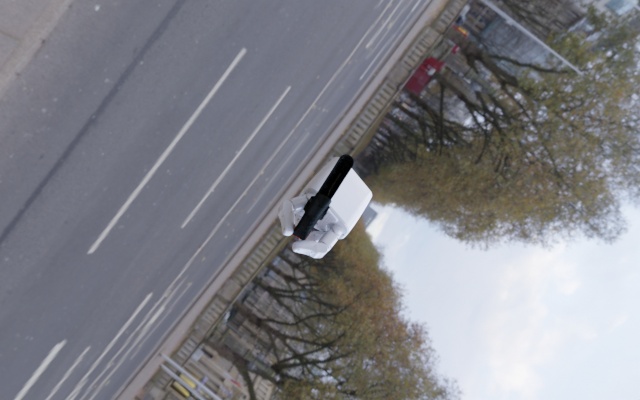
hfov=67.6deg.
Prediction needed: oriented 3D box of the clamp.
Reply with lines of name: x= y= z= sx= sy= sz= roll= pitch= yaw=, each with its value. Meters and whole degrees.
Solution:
clamp: x=0.001 y=0.003 z=0.769 sx=0.120 sy=0.039 sz=0.171 roll=-51 pitch=-2 yaw=-37
